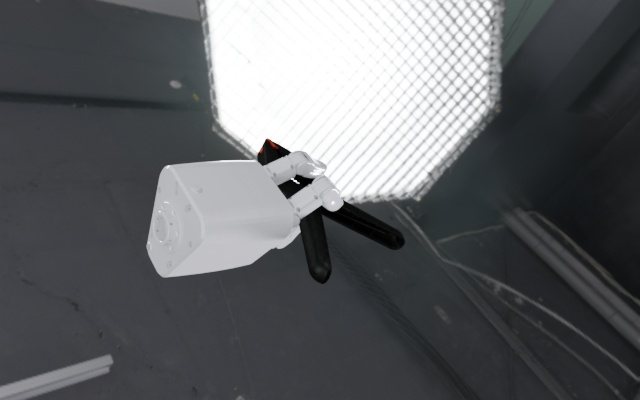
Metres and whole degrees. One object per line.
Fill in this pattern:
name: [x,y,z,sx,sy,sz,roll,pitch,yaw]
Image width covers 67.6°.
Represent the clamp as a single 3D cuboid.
clamp: [-0.001,0.002,0.574,0.164,0.036,0.210,-5,47,-47]
